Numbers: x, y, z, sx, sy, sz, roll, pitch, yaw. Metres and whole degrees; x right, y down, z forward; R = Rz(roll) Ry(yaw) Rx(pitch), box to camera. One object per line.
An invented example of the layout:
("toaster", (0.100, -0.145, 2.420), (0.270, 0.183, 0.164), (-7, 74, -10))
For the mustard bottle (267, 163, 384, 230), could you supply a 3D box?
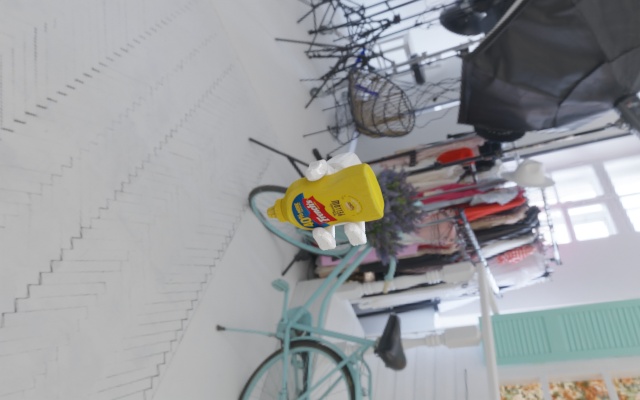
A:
("mustard bottle", (0.000, 0.003, 0.781), (0.191, 0.096, 0.058), (-12, 39, 20))
